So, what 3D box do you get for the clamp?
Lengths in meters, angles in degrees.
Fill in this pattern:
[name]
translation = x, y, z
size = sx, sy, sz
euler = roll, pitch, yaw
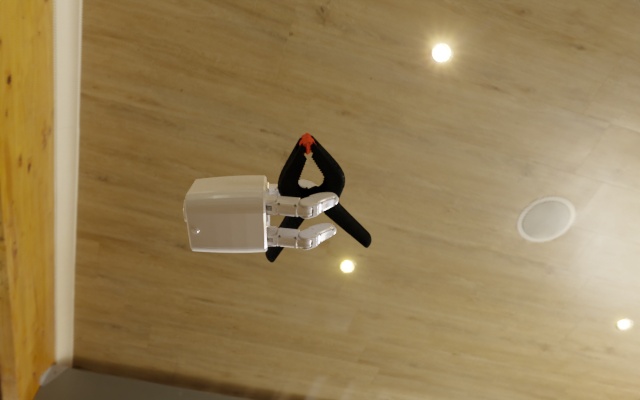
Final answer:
[clamp]
translation = 0.000, 0.001, 0.691
size = 0.164, 0.210, 0.036
euler = -3, 35, -8
